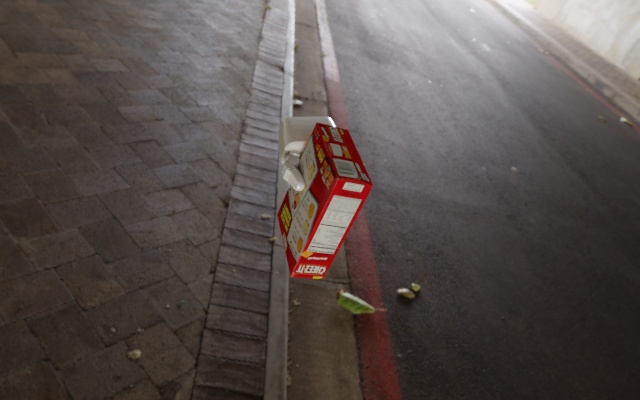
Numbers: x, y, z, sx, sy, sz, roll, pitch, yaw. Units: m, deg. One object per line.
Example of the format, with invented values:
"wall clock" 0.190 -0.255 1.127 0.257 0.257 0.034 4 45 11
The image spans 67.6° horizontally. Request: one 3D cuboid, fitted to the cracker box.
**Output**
"cracker box" 0.000 0.002 0.814 0.072 0.214 0.164 10 36 -22
